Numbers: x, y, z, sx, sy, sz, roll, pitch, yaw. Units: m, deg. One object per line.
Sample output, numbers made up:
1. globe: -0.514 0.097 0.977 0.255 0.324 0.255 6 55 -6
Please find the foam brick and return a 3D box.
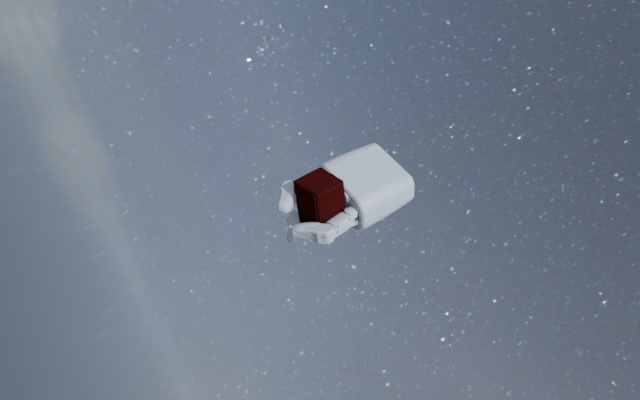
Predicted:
1. foam brick: 0.000 0.002 0.682 0.051 0.078 0.053 -29 42 -26
